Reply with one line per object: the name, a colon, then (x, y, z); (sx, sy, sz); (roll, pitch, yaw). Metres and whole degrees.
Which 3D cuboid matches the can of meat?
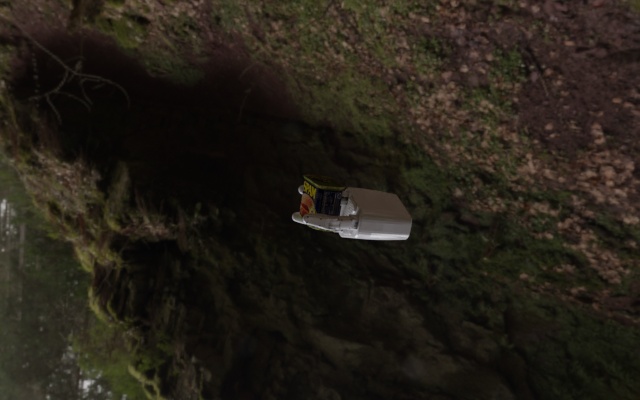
can of meat: (0.000, 0.003, 0.890); (0.057, 0.084, 0.102); (4, 14, -21)
